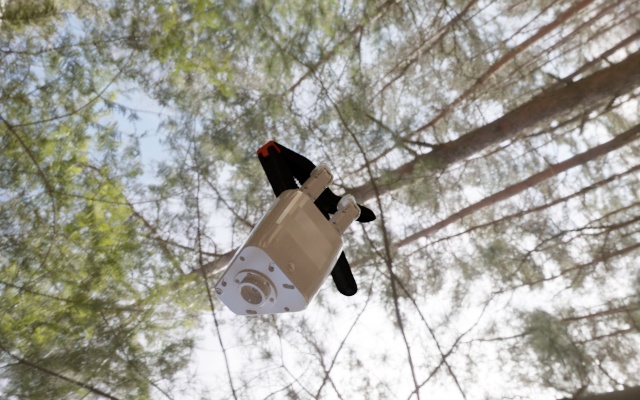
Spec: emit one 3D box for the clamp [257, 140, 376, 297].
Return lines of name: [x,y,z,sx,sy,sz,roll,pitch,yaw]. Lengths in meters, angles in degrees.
clamp: [-0.001,0.002,0.629,0.036,0.210,0.164,-31,15,32]
